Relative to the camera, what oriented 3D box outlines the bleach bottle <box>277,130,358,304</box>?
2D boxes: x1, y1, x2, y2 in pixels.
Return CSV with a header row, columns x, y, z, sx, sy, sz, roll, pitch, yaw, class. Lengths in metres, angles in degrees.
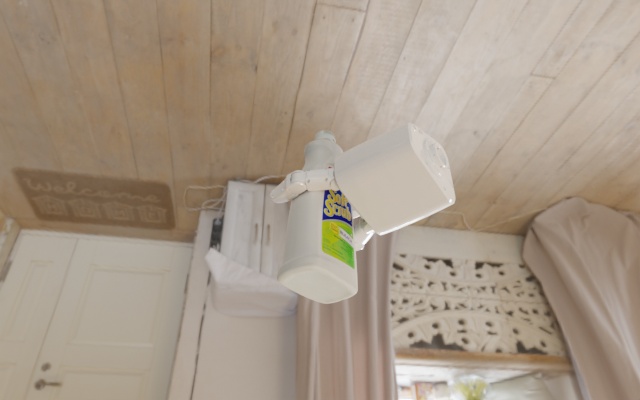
x,y,z,sx,sy,sz,roll,pitch,yaw,class
0.000,0.002,0.634,0.068,0.250,0.103,-25,-43,31,bleach bottle
